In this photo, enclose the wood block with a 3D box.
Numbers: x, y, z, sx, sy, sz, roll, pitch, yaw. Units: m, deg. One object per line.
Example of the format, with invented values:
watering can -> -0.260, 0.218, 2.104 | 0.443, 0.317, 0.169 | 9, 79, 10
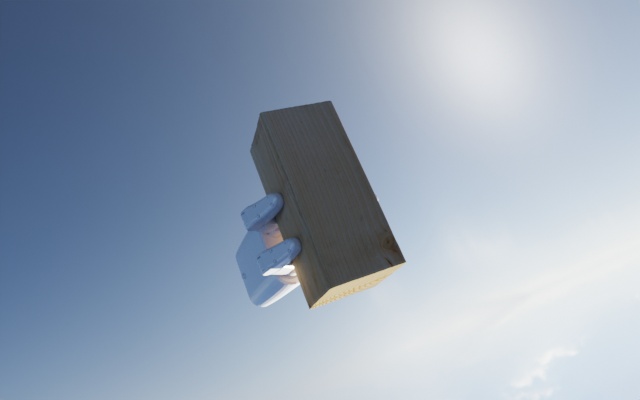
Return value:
wood block -> 0.000, 0.002, 0.538 | 0.091, 0.206, 0.090 | -15, -21, -23
